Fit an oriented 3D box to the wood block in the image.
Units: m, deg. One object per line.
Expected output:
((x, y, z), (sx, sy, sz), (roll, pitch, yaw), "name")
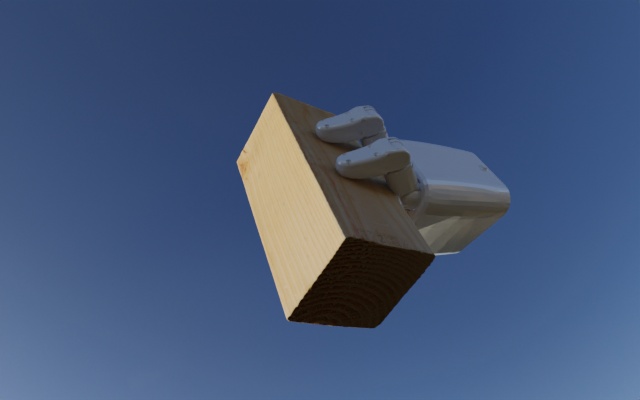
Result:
((0.000, 0.002, 0.429), (0.090, 0.091, 0.206), (14, 32, -32), "wood block")
